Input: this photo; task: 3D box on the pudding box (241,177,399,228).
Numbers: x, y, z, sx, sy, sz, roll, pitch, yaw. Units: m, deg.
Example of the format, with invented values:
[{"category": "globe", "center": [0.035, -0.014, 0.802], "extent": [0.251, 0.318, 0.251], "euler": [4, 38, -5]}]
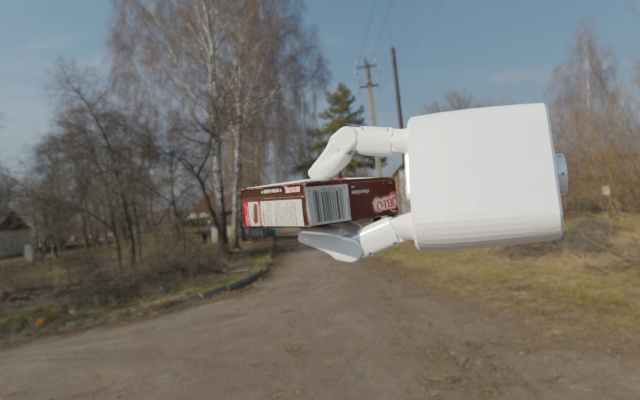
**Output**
[{"category": "pudding box", "center": [0.000, 0.001, 0.427], "extent": [0.113, 0.039, 0.090], "euler": [-3, -1, -43]}]
